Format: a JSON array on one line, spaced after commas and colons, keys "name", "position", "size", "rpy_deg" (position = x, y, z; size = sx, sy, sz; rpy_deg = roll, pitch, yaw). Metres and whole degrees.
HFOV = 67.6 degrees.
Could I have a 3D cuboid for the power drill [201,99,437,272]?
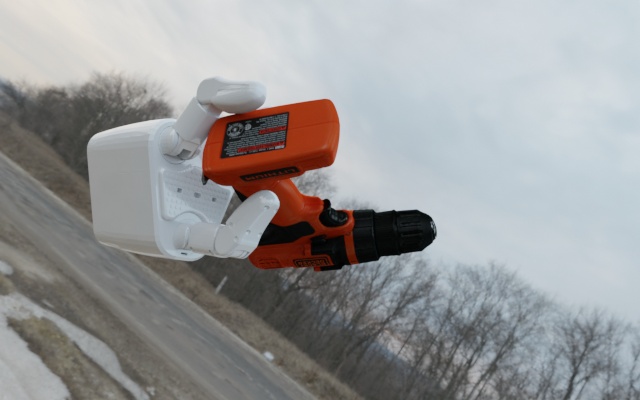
[{"name": "power drill", "position": [0.000, 0.001, 0.405], "size": [0.184, 0.057, 0.188], "rpy_deg": [-9, -36, 12]}]
